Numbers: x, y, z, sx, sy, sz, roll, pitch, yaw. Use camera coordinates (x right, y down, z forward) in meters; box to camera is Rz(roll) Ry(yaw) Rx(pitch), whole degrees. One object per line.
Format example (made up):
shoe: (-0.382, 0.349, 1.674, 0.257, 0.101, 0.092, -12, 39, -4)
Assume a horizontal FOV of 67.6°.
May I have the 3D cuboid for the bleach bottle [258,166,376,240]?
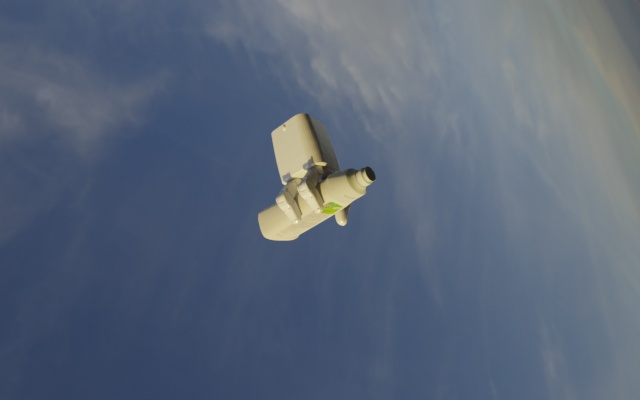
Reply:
bleach bottle: (0.000, 0.003, 0.882, 0.251, 0.068, 0.102, -28, -20, 36)
